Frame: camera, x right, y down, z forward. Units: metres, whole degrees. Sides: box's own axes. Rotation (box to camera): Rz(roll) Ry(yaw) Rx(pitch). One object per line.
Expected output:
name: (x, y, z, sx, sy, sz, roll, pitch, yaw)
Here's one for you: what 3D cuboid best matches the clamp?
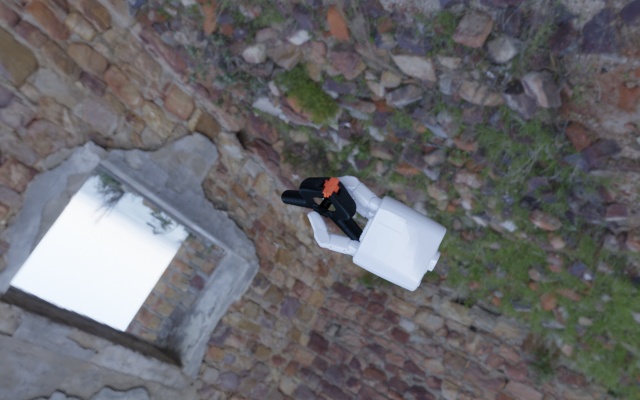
clamp: (0.000, 0.003, 0.764, 0.164, 0.036, 0.210, 26, -15, 11)
